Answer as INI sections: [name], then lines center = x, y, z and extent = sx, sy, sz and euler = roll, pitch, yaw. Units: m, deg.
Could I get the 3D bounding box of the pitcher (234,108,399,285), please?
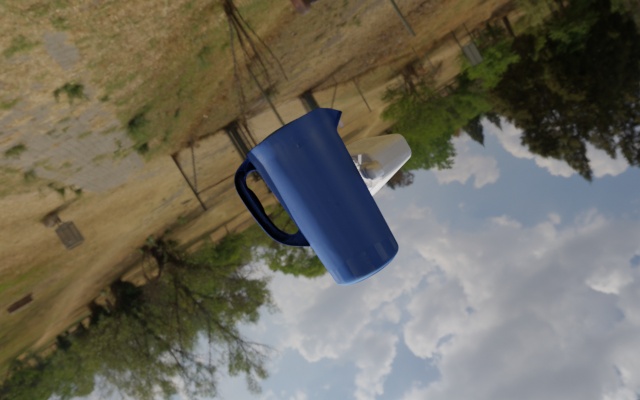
[pitcher]
center = 0.000, 0.002, 0.694
extent = 0.149, 0.243, 0.145
euler = -27, 6, 45
